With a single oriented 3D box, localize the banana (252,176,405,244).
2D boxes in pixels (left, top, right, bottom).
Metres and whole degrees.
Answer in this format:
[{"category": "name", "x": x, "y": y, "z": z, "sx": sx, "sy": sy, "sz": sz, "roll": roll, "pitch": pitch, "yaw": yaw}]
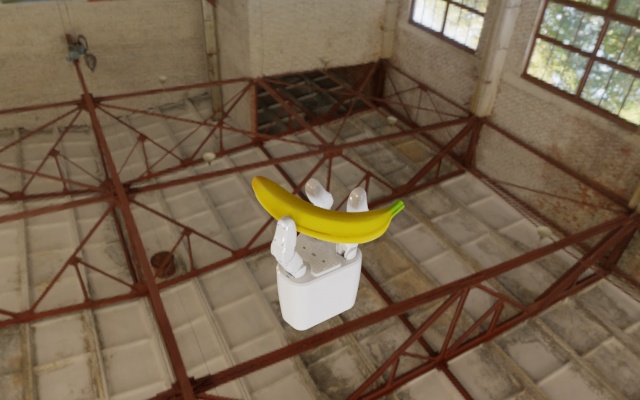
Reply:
[{"category": "banana", "x": -0.002, "y": 0.015, "z": 0.583, "sx": 0.198, "sy": 0.037, "sz": 0.069, "roll": 12, "pitch": 46, "yaw": 14}]
